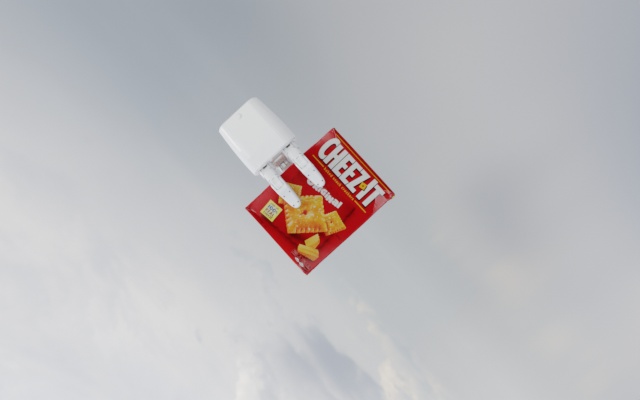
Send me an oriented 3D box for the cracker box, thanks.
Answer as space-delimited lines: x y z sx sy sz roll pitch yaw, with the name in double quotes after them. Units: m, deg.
0.000 0.003 0.854 0.213 0.164 0.072 -42 -4 2 "cracker box"
